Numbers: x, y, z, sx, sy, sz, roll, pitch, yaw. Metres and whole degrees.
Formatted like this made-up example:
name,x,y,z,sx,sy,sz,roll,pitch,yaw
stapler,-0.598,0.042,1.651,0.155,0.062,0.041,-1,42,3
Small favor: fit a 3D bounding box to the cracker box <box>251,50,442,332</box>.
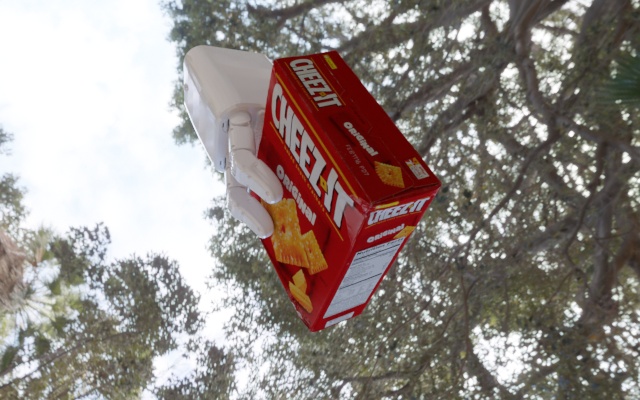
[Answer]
name,x,y,z,sx,sy,sz,roll,pitch,yaw
cracker box,0.000,0.002,0.444,0.072,0.164,0.214,-17,-32,-26
